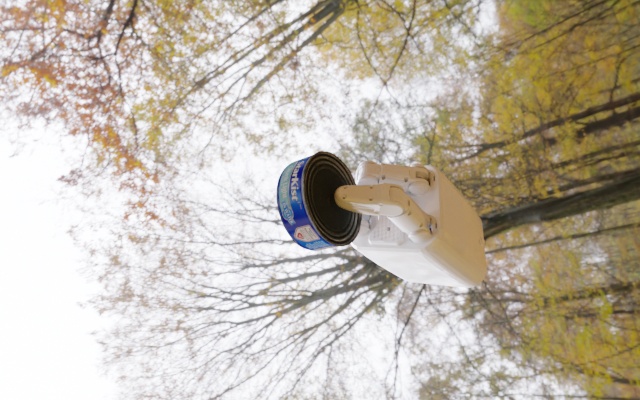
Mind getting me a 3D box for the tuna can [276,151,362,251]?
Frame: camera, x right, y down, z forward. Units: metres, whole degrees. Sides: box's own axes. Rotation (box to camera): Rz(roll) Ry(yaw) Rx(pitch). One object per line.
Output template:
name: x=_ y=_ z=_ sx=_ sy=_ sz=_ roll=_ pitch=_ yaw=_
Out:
tuna can: x=0.000 y=0.001 z=0.427 sx=0.034 sy=0.086 sz=0.086 roll=-16 pitch=-9 yaw=35
